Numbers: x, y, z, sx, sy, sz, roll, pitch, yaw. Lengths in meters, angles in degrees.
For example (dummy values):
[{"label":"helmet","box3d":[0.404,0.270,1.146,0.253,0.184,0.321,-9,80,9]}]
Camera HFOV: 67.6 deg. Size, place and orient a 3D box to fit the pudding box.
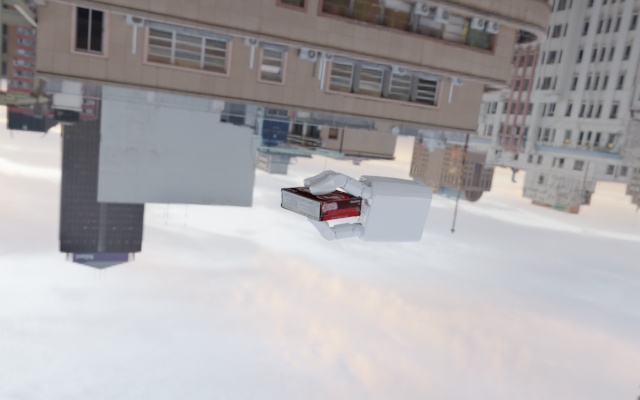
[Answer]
[{"label":"pudding box","box3d":[0.000,0.003,0.800,0.090,0.039,0.113,-5,13,-39]}]
